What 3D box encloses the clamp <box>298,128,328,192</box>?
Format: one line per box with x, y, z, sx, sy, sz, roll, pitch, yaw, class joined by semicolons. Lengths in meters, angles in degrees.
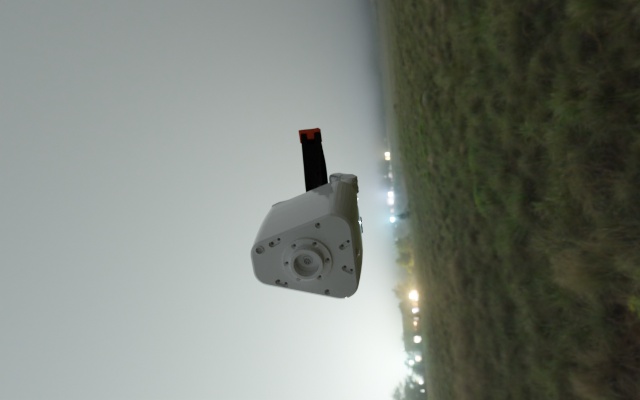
-0.001;0.002;0.656;0.036;0.210;0.164;-6;17;4;clamp
